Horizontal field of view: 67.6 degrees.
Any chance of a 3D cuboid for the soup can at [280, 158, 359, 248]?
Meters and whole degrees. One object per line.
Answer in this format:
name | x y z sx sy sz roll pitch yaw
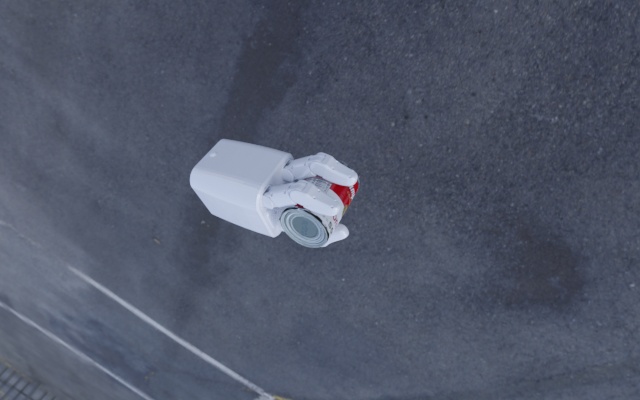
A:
soup can | 0.000 0.002 0.613 0.068 0.068 0.102 0 40 33
